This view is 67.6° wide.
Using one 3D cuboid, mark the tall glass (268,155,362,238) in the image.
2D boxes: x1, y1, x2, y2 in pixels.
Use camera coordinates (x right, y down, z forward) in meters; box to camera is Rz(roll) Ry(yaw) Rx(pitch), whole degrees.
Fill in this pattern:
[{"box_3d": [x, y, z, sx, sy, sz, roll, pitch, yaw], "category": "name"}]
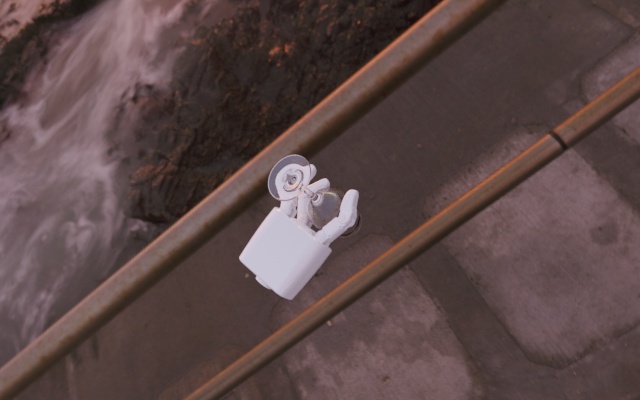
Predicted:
[{"box_3d": [0.000, 0.002, 0.781, 0.079, 0.079, 0.201, 0, -21, 31], "category": "tall glass"}]
